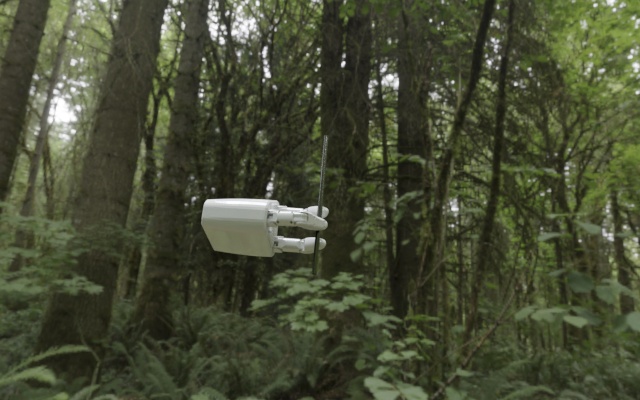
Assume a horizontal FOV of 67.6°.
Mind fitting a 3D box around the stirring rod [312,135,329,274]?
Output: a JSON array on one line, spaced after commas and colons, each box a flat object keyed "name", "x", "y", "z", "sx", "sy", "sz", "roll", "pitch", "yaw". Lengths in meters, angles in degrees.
[{"name": "stirring rod", "x": 0.000, "y": 0.003, "z": 0.795, "sx": 0.011, "sy": 0.239, "sz": 0.011, "roll": 5, "pitch": -17, "yaw": 1}]
